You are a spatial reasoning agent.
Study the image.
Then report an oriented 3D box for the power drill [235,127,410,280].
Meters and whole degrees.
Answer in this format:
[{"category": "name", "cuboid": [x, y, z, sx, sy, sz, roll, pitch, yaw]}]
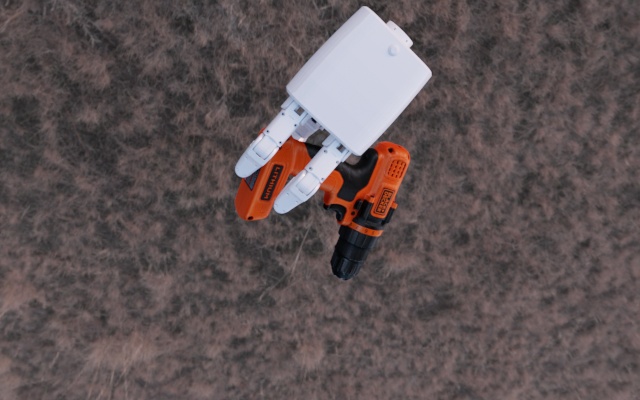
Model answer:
[{"category": "power drill", "cuboid": [0.000, 0.002, 0.561, 0.188, 0.184, 0.057, 13, 15, -30]}]
